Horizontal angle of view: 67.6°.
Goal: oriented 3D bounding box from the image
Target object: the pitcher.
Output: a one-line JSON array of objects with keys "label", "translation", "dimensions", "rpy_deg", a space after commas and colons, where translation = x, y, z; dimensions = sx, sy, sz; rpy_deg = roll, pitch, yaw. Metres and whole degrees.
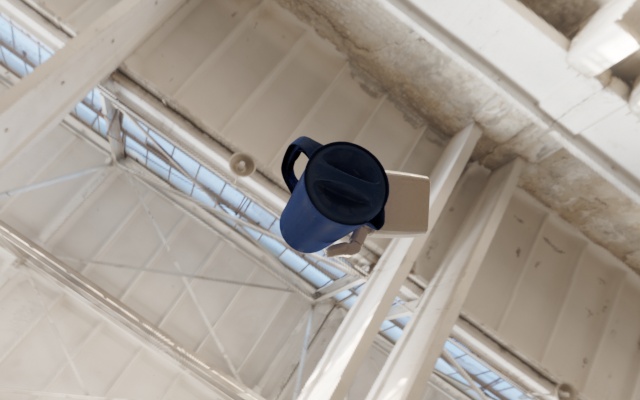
[{"label": "pitcher", "translation": [0.000, 0.003, 0.801], "dimensions": [0.145, 0.149, 0.243], "rpy_deg": [5, -20, -17]}]
